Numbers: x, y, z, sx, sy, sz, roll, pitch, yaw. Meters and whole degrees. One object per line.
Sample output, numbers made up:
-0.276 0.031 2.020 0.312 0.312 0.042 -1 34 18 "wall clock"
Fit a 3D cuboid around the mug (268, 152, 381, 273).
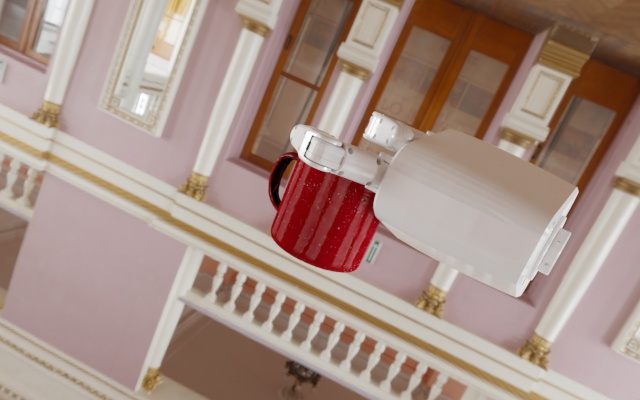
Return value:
-0.001 0.001 0.401 0.117 0.081 0.093 29 13 29 "mug"
